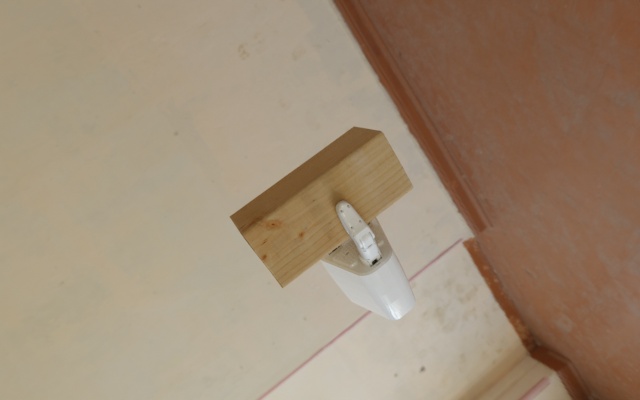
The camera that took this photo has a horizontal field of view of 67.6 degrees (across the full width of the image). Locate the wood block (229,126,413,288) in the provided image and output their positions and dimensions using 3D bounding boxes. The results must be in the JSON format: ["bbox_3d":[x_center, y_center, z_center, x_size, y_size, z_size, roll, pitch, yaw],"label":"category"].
[{"bbox_3d":[0.000,0.002,0.607,0.206,0.090,0.091,-37,22,-9],"label":"wood block"}]
